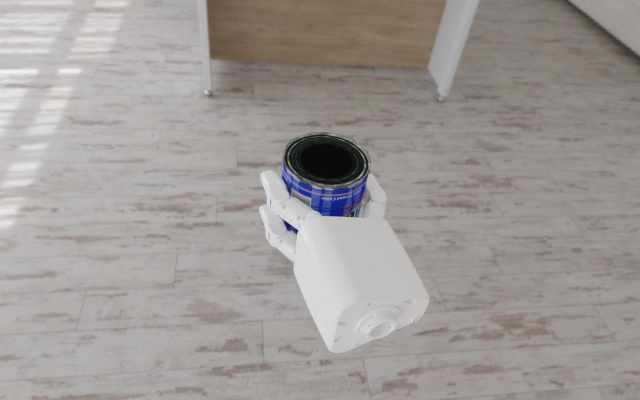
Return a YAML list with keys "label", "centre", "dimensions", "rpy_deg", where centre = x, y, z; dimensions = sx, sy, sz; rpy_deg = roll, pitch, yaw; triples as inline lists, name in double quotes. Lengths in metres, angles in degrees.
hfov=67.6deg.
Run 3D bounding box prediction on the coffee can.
- label: "coffee can"
  centre: [0.000, 0.002, 0.591]
  dimensions: [0.103, 0.140, 0.102]
  rpy_deg: [4, 43, -4]
